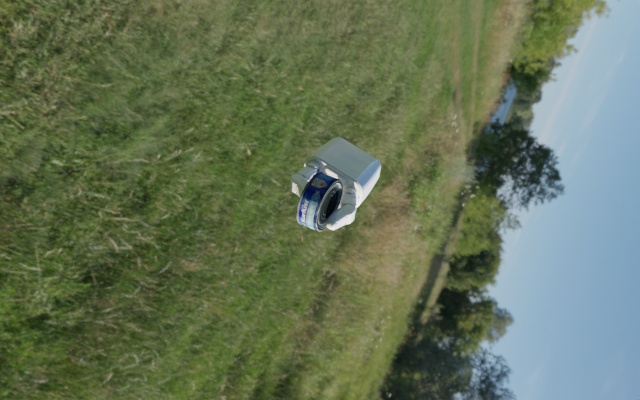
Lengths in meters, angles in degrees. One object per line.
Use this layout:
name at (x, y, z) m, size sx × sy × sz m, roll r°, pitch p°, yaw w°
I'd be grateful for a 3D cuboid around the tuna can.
tuna can at (0.001, 0.003, 0.717) m, size 0.033 × 0.086 × 0.086 m, roll 23°, pitch 8°, yaw 20°
